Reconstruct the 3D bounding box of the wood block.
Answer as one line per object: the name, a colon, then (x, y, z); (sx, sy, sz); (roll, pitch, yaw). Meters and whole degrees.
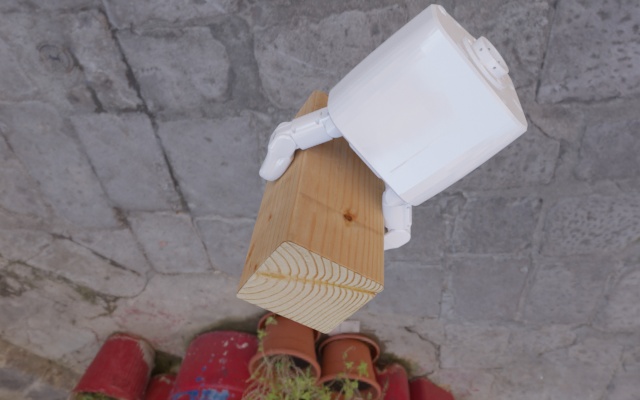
wood block: (0.000, 0.001, 0.449); (0.091, 0.206, 0.090); (27, -49, -17)
